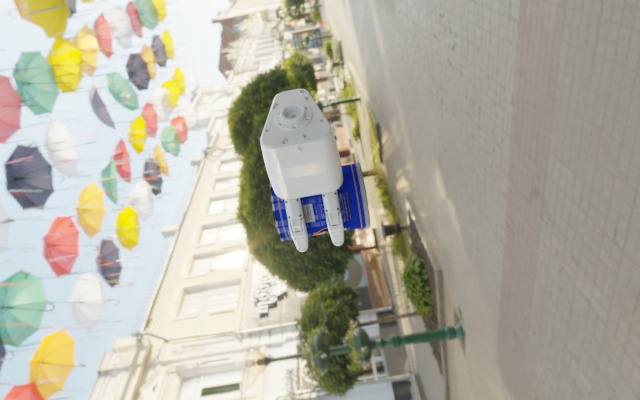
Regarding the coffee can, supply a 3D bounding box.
[{"bbox_3d":[0.000,0.002,0.745,0.140,0.103,0.103,-10,-1,2],"label":"coffee can"}]
